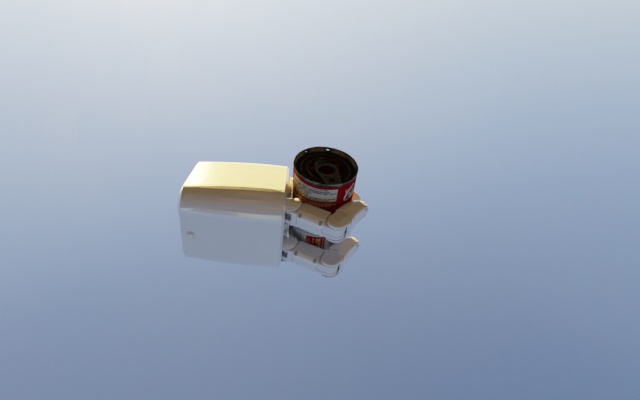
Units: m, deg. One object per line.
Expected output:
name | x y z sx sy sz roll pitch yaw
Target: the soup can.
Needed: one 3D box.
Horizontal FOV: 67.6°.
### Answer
soup can | 0.001 0.002 0.525 0.068 0.102 0.068 5 39 -4
